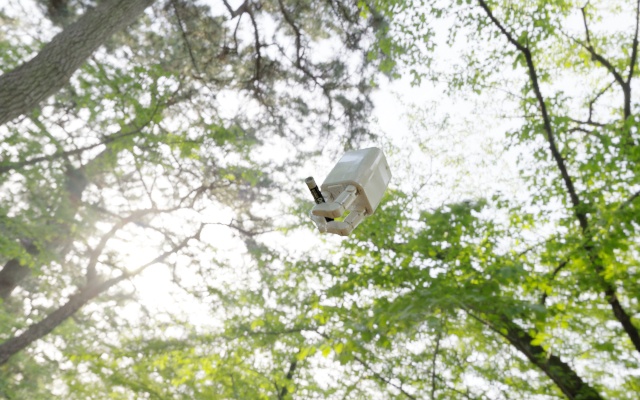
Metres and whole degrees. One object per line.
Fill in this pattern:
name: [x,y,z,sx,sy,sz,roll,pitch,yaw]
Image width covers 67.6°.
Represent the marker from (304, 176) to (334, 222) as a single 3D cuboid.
marker: [0.000,0.003,0.898,0.020,0.020,0.121,0,-43,28]
